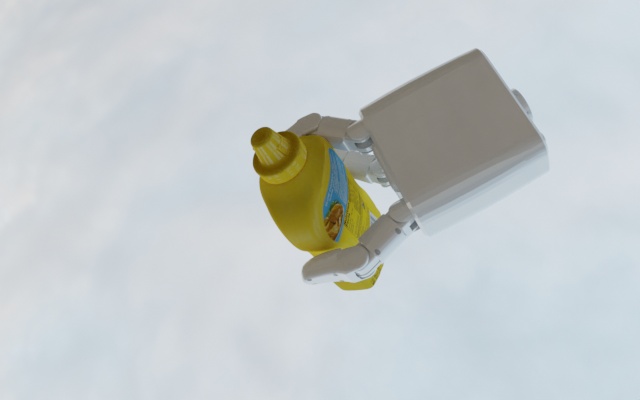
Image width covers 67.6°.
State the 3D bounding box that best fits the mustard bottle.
[{"bbox_3d":[0.000,0.002,0.406,0.058,0.096,0.192,-8,-33,25],"label":"mustard bottle"}]
